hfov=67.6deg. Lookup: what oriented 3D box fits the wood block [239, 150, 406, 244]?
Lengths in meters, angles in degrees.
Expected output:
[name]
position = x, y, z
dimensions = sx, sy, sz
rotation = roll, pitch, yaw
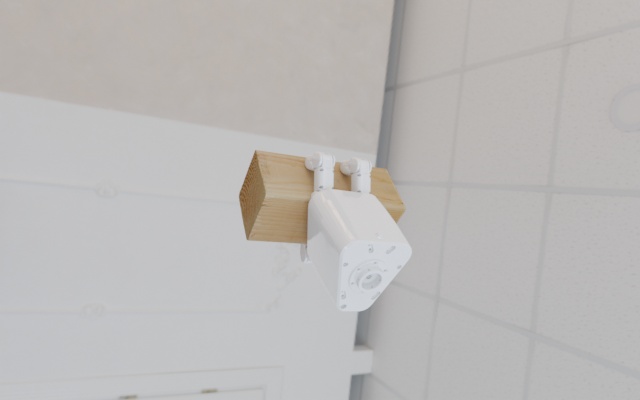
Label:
[wood block]
position = 0.000, 0.003, 0.674
dimensions = 0.206, 0.091, 0.090
rotation = 6, 42, -25
